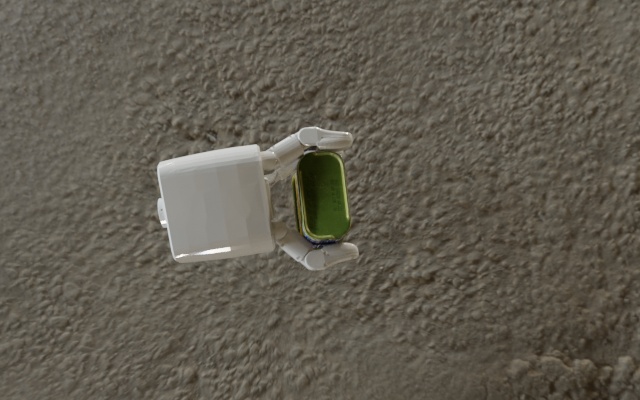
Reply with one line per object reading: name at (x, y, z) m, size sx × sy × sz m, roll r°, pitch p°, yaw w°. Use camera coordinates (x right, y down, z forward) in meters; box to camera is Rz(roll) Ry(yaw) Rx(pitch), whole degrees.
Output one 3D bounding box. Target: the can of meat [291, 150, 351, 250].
can of meat at (0.000, 0.002, 0.539) m, size 0.057 × 0.102 × 0.084 m, roll -6°, pitch -11°, yaw -6°
